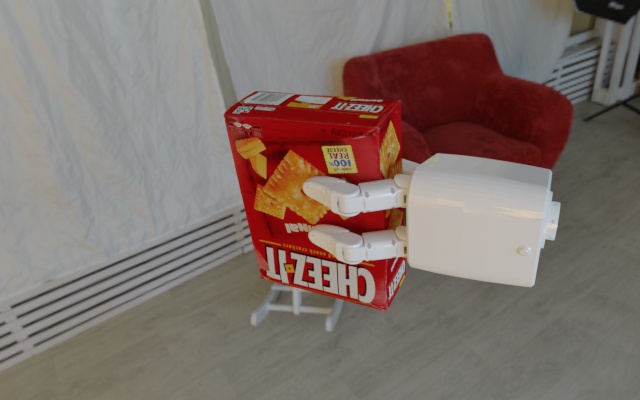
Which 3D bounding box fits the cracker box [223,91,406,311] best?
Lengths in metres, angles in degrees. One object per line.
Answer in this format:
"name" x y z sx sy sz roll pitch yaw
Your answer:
"cracker box" 0.000 0.001 0.498 0.164 0.214 0.072 10 35 26
